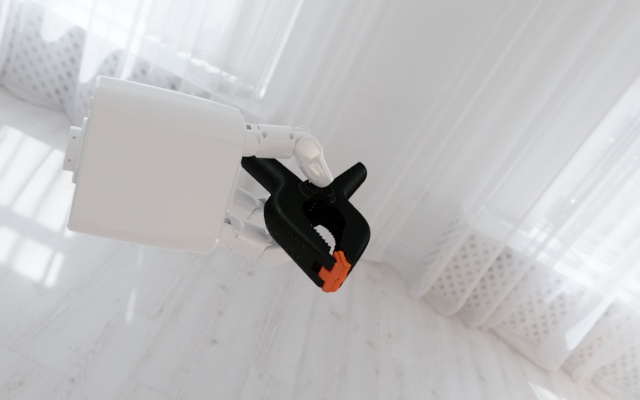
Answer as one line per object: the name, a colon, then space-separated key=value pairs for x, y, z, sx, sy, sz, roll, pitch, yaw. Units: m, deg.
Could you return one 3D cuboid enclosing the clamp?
clamp: x=0.000 y=0.001 z=0.436 sx=0.164 sy=0.036 sz=0.209 roll=9 pitch=31 yaw=-27
